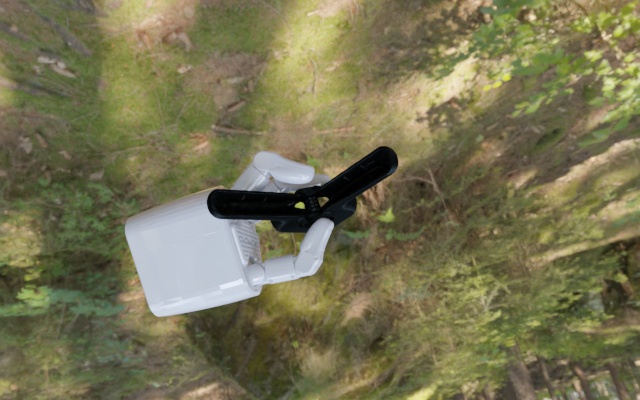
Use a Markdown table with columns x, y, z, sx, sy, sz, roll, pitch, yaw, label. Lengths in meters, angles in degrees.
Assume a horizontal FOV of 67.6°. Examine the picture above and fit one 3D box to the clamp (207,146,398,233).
| x | y | z | sx | sy | sz | roll | pitch | yaw | label |
| --- | --- | --- | --- | --- | --- | --- | --- | --- | --- |
| 0.000 | 0.003 | 0.483 | 0.164 | 0.036 | 0.210 | -15 | -14 | 7 | clamp |
